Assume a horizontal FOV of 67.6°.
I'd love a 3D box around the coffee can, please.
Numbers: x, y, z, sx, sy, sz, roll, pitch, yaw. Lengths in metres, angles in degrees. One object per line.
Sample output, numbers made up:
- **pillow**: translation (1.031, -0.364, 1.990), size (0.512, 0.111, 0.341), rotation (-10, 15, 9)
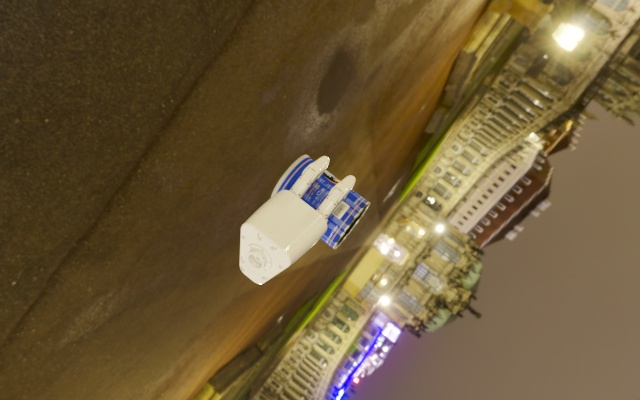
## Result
- **coffee can**: translation (0.000, 0.003, 0.826), size (0.140, 0.103, 0.103), rotation (37, 7, 9)
